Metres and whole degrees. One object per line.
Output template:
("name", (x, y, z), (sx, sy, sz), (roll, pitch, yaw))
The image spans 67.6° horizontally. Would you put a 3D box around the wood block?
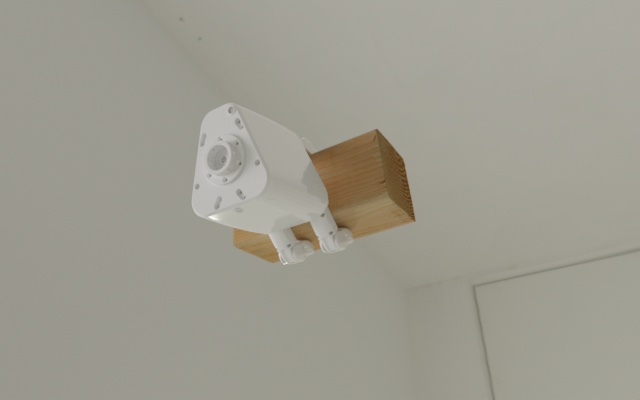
("wood block", (0.000, 0.002, 0.593), (0.206, 0.090, 0.090), (-18, -29, 24))
